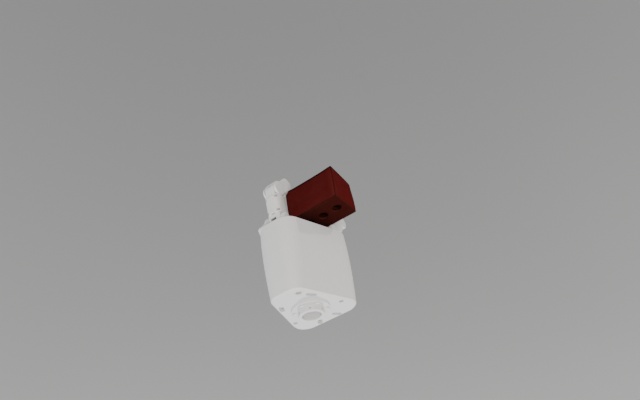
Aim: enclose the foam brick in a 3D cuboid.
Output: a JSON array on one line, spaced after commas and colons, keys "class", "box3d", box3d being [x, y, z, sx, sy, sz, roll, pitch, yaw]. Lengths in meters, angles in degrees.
[{"class": "foam brick", "box3d": [0.000, 0.002, 0.649, 0.078, 0.051, 0.053, -31, -43, 21]}]
